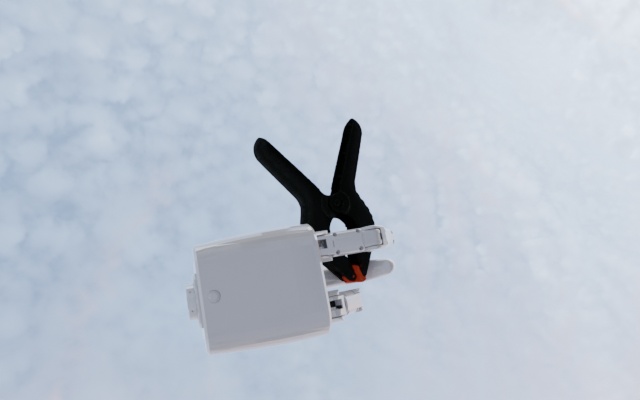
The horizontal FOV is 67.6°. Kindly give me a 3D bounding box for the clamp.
[{"bbox_3d":[0.000,0.002,0.481,0.120,0.171,0.039,-8,-11,-17],"label":"clamp"}]
